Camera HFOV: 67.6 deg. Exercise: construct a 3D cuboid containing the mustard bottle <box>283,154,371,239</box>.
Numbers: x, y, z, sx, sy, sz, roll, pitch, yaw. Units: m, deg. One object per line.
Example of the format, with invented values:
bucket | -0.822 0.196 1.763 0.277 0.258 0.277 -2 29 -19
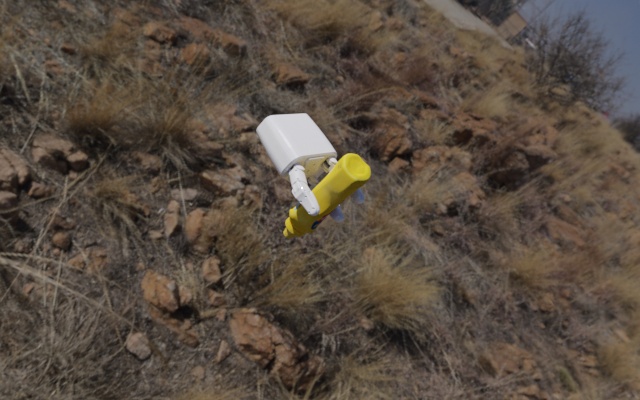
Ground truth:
mustard bottle | 0.001 0.003 0.827 0.192 0.058 0.096 -44 1 26
